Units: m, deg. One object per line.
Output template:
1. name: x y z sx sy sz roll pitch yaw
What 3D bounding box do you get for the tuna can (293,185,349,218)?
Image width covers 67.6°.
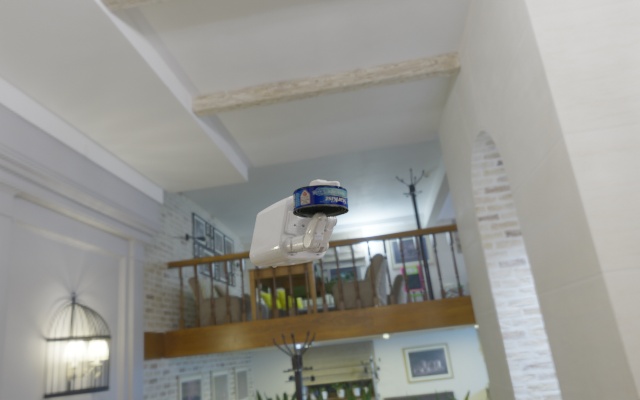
1. tuna can: 0.000 0.002 0.734 0.086 0.033 0.086 -2 -13 -1
